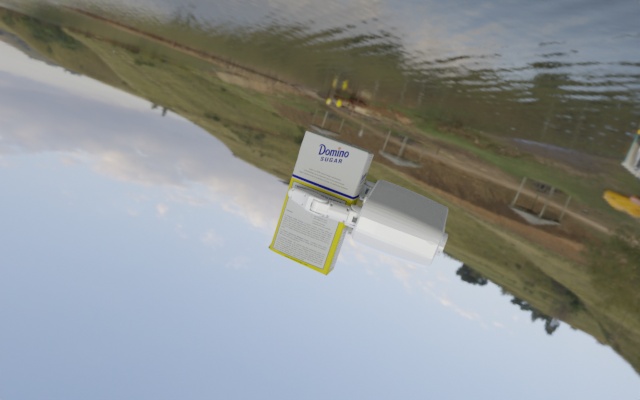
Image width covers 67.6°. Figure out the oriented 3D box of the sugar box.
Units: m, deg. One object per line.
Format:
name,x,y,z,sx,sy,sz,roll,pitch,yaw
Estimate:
sugar box,0.000,0.002,0.653,0.093,0.176,0.048,22,10,13
